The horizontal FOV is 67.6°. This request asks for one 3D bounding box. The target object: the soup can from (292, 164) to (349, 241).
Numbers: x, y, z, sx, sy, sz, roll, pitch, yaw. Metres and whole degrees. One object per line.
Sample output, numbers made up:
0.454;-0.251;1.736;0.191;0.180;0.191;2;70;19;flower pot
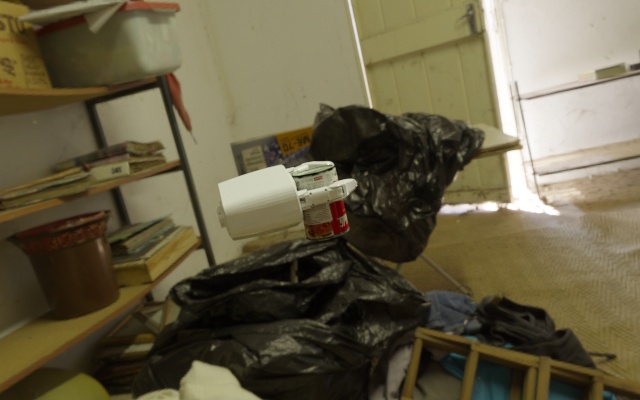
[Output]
0.001;0.002;0.726;0.068;0.102;0.068;-13;11;3;soup can
